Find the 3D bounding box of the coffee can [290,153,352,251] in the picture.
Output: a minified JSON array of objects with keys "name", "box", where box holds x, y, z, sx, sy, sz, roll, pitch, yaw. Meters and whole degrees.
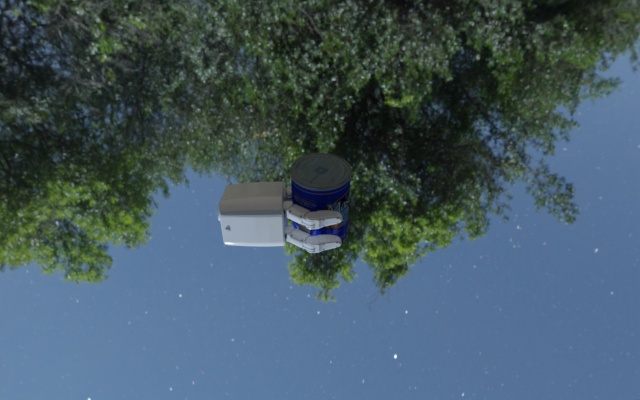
[{"name":"coffee can","box":[0.000,0.003,0.835,0.103,0.140,0.102,0,39,0]}]
